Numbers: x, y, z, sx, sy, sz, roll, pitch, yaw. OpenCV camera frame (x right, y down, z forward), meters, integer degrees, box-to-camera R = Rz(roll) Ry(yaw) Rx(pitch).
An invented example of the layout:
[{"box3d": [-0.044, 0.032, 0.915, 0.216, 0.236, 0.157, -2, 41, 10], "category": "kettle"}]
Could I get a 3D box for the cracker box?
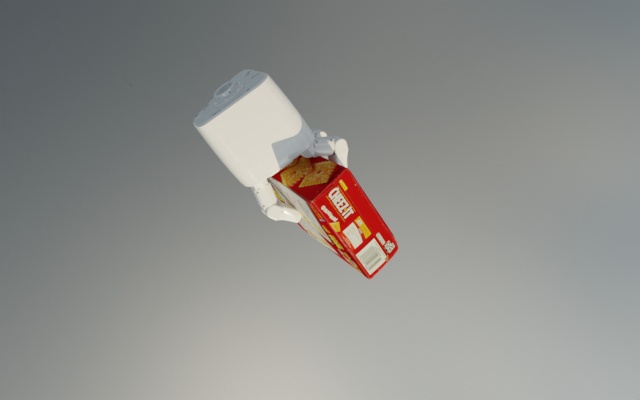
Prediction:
[{"box3d": [0.000, 0.002, 0.702, 0.164, 0.072, 0.213, 53, -12, -33], "category": "cracker box"}]
